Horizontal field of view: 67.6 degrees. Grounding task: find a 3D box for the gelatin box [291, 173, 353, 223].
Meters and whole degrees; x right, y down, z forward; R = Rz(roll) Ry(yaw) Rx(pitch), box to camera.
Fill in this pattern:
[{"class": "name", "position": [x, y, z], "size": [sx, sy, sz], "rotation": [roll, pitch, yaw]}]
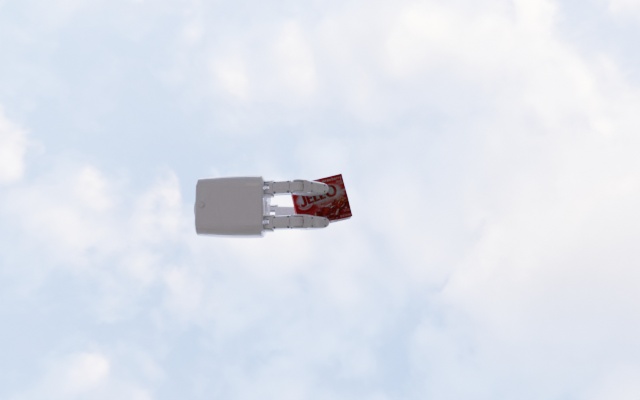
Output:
[{"class": "gelatin box", "position": [0.000, 0.003, 0.772], "size": [0.089, 0.073, 0.030], "rotation": [-13, -10, -7]}]
